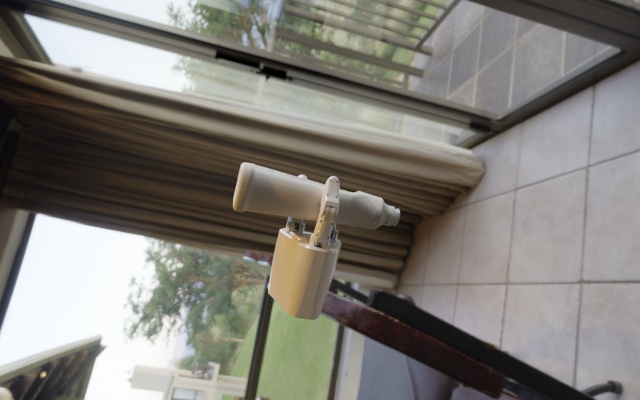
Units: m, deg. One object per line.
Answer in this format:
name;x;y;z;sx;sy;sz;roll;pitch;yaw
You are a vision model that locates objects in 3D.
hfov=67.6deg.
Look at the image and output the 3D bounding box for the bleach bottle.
bleach bottle;0.000;0.002;0.713;0.251;0.068;0.102;12;7;-11
